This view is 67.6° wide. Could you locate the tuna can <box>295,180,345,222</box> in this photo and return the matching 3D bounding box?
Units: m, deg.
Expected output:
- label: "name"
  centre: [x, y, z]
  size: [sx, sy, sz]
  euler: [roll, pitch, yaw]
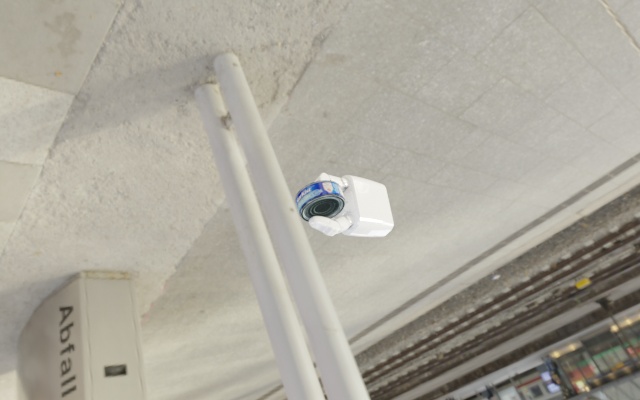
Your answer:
- label: "tuna can"
  centre: [0.000, 0.003, 0.847]
  size: [0.086, 0.033, 0.086]
  euler: [-13, -33, -9]
